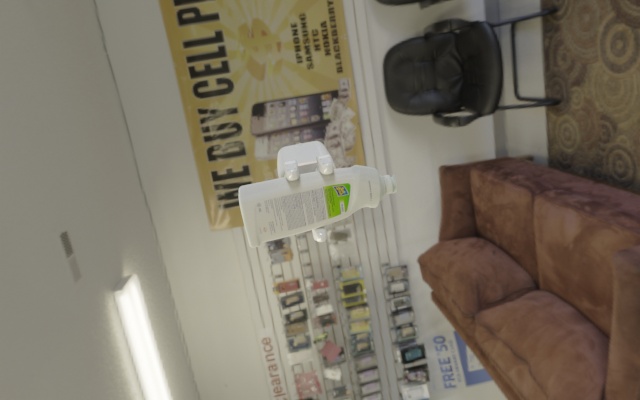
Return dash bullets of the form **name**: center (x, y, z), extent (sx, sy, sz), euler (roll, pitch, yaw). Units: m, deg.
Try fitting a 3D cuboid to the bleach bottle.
- **bleach bottle**: center (0.000, 0.002, 0.776), extent (0.251, 0.103, 0.068), euler (-11, 29, -4)
